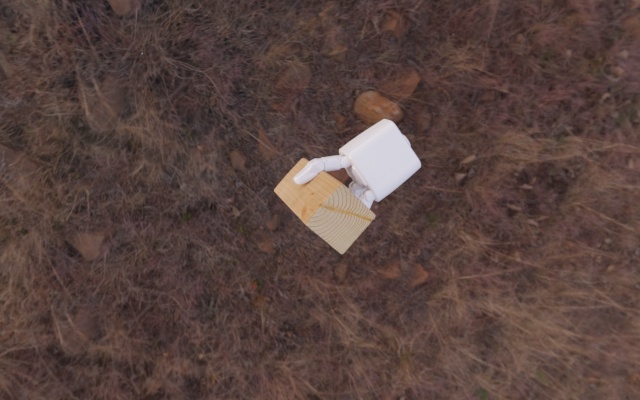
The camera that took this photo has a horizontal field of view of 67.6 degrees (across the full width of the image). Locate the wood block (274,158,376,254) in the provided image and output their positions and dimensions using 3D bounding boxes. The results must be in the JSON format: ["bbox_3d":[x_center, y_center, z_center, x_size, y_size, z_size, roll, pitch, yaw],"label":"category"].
[{"bbox_3d":[0.000,0.002,0.865,0.091,0.090,0.206,42,-1,-26],"label":"wood block"}]
